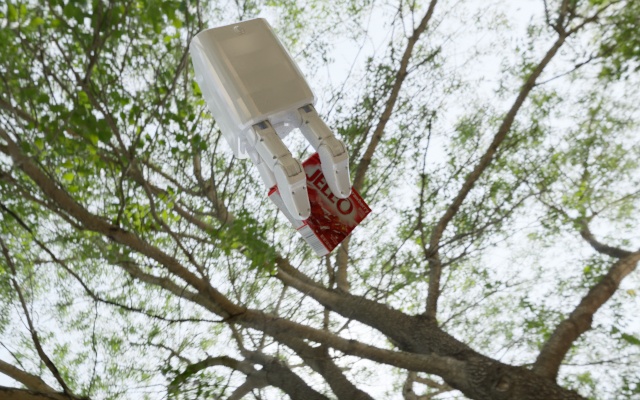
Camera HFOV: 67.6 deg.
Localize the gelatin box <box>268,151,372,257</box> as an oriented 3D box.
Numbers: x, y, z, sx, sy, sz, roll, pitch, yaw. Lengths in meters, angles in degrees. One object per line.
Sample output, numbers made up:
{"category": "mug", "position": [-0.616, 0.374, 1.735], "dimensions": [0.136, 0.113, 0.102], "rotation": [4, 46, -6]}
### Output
{"category": "gelatin box", "position": [0.000, 0.002, 0.500], "dimensions": [0.073, 0.089, 0.030], "rotation": [-42, 6, -31]}
